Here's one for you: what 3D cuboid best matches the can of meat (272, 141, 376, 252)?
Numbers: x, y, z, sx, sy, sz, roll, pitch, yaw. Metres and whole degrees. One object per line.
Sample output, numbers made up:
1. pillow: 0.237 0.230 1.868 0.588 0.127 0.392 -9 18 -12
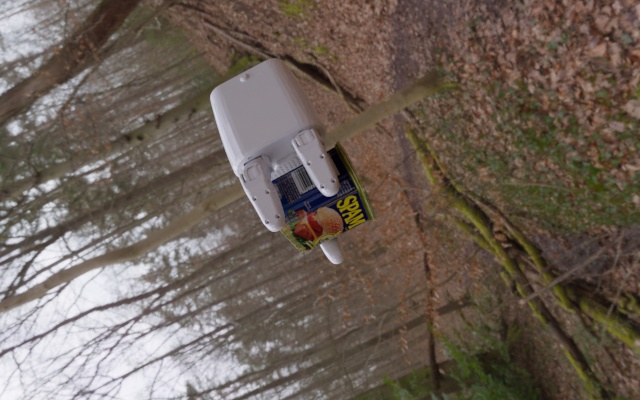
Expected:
1. can of meat: 0.000 0.002 0.462 0.084 0.057 0.102 -27 -27 2
